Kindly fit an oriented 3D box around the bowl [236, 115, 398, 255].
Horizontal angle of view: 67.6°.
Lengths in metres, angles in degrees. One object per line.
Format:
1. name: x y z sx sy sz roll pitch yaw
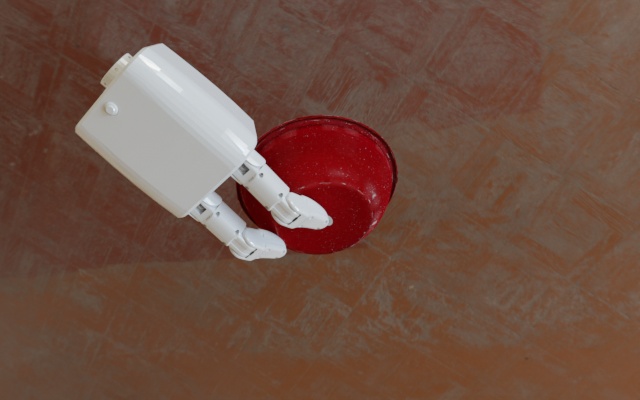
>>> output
1. bowl: 0.001 0.002 0.458 0.162 0.162 0.055 0 41 -9
